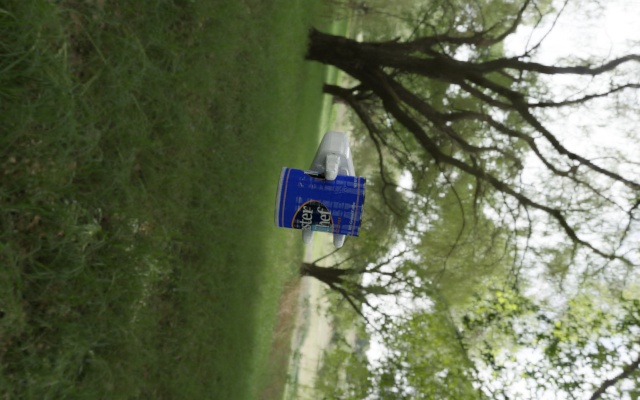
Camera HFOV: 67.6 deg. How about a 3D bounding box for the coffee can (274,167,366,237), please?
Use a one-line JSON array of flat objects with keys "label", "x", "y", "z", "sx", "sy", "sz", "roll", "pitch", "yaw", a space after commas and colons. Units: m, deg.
[{"label": "coffee can", "x": 0.000, "y": 0.003, "z": 0.801, "sx": 0.140, "sy": 0.103, "sz": 0.103, "roll": 7, "pitch": 0, "yaw": 1}]
